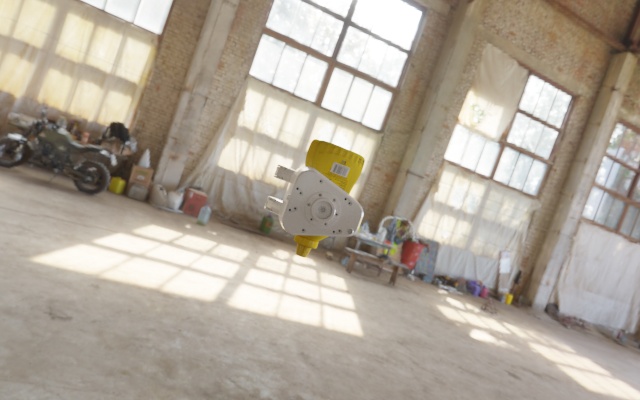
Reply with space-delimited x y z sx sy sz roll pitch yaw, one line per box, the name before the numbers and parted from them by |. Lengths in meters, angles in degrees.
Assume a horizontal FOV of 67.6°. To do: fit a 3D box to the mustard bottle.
mustard bottle | 0.000 0.002 0.791 0.096 0.191 0.058 18 3 -31
